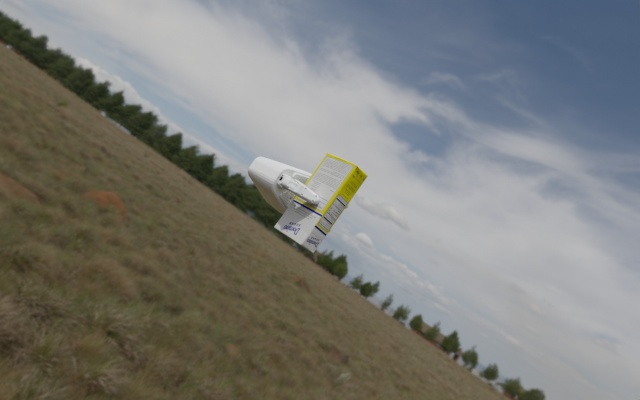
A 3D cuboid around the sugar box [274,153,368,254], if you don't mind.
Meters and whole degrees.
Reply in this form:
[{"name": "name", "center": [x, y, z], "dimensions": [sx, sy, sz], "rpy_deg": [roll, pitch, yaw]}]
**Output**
[{"name": "sugar box", "center": [0.000, 0.003, 0.880], "dimensions": [0.048, 0.176, 0.093], "rpy_deg": [39, -7, -41]}]
